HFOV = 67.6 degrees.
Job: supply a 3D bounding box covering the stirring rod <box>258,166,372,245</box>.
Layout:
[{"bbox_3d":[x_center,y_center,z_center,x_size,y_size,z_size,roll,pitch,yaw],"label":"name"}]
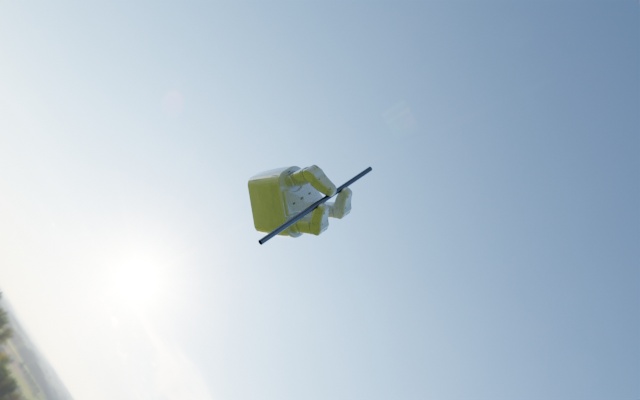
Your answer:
[{"bbox_3d":[0.000,0.002,0.715,0.239,0.011,0.011,-34,21,-35],"label":"stirring rod"}]
